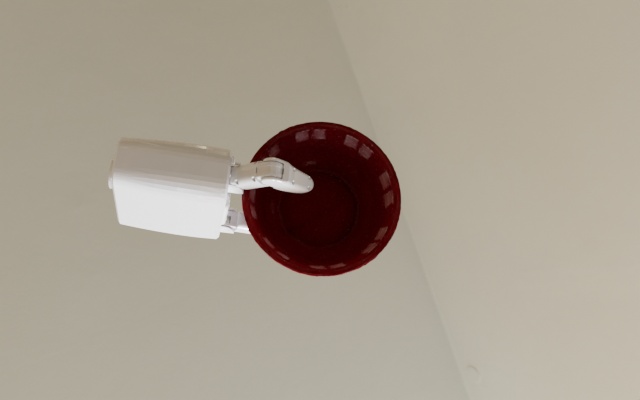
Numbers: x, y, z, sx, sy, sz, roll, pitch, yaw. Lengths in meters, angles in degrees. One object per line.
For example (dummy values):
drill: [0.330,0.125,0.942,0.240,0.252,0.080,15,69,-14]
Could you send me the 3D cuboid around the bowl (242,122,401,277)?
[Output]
bowl: [0.001,0.002,0.504,0.162,0.162,0.055,0,-15,-4]
